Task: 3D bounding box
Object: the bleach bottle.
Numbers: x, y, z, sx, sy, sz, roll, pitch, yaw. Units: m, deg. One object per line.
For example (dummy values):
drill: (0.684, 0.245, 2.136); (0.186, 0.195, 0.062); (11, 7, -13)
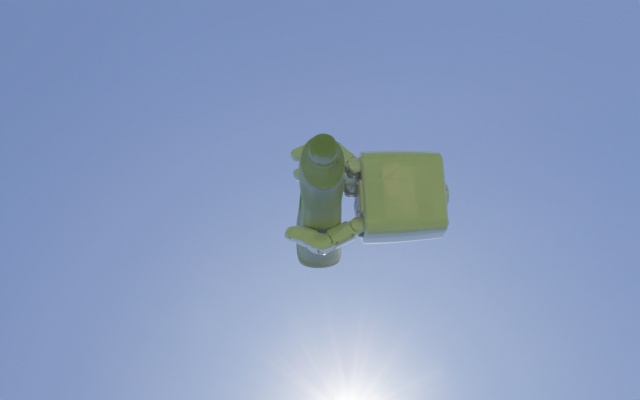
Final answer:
bleach bottle: (0.000, 0.002, 0.615); (0.068, 0.102, 0.251); (-2, -25, -3)
